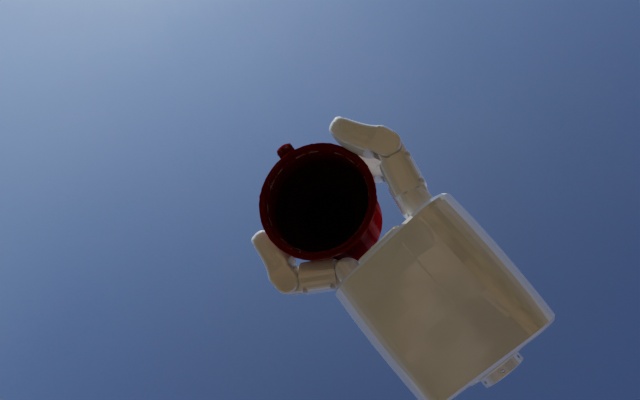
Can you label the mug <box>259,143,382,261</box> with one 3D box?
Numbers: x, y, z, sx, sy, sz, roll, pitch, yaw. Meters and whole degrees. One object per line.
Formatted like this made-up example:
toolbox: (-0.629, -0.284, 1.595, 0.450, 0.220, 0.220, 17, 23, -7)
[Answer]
mug: (-0.001, 0.000, 0.404, 0.093, 0.117, 0.081, -38, -22, 2)
